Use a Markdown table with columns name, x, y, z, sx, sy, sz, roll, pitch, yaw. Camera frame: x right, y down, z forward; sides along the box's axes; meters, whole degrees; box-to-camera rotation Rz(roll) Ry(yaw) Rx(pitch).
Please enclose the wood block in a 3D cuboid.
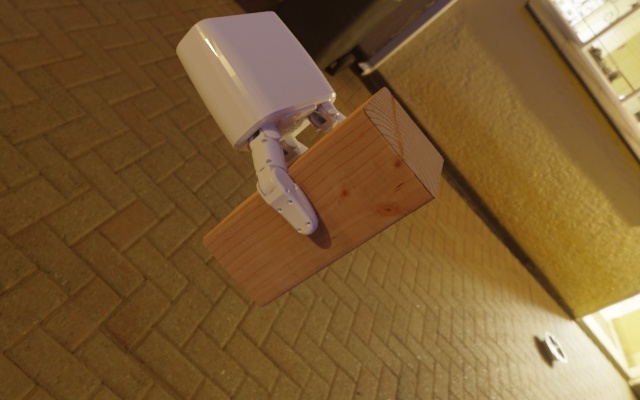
| name | x | y | z | sx | sy | sz | roll | pitch | yaw |
| --- | --- | --- | --- | --- | --- | --- | --- | --- | --- |
| wood block | 0.000 | 0.001 | 0.444 | 0.206 | 0.090 | 0.090 | -36 | 8 | 29 |
